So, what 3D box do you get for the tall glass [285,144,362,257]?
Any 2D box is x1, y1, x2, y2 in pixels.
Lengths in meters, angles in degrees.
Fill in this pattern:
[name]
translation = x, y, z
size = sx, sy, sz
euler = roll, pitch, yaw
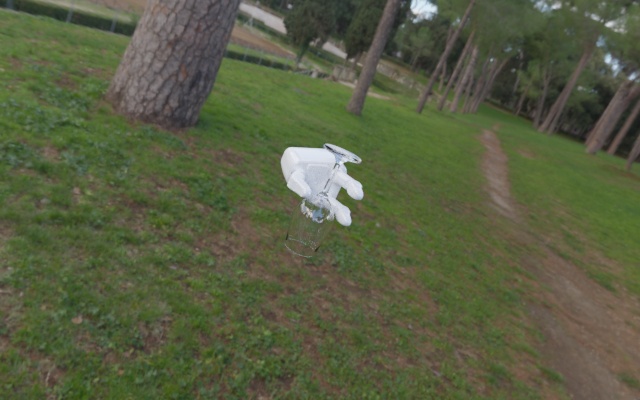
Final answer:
[tall glass]
translation = 0.000, 0.002, 0.869
size = 0.079, 0.201, 0.079
euler = 22, 17, -7
